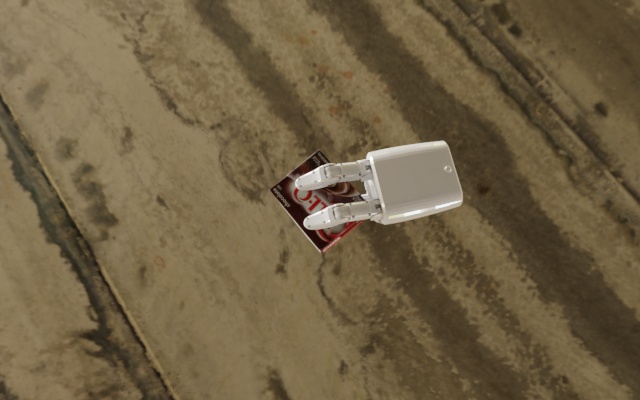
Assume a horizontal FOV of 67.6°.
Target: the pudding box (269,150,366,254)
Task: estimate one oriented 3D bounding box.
[{"bbox_3d":[0.000,0.002,0.651,0.090,0.113,0.039,-39,-15,-8],"label":"pudding box"}]
